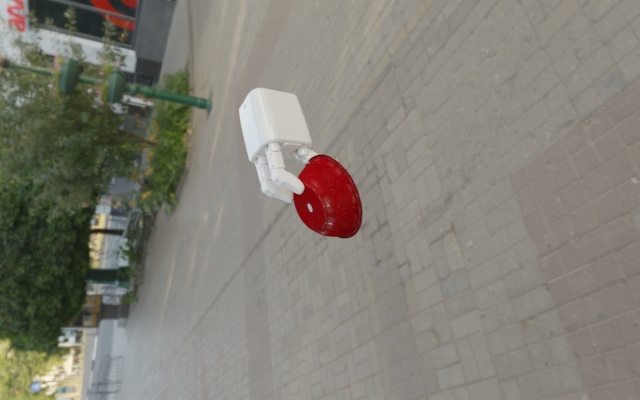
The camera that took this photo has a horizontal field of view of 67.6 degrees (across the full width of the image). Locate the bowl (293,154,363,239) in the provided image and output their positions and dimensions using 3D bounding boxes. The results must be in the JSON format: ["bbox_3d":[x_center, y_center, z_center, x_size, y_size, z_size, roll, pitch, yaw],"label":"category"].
[{"bbox_3d":[0.001,0.004,0.845,0.055,0.162,0.162,-25,14,-33],"label":"bowl"}]
